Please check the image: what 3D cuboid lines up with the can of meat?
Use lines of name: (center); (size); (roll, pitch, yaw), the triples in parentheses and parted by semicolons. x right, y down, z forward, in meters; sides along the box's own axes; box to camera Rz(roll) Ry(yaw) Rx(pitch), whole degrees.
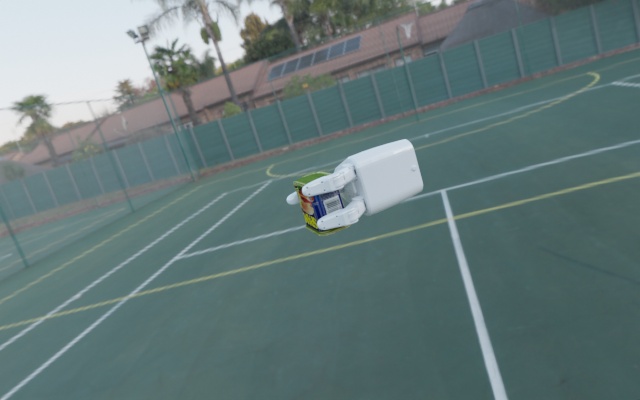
can of meat: (0.000, 0.002, 0.762); (0.057, 0.084, 0.102); (-20, 12, -15)
